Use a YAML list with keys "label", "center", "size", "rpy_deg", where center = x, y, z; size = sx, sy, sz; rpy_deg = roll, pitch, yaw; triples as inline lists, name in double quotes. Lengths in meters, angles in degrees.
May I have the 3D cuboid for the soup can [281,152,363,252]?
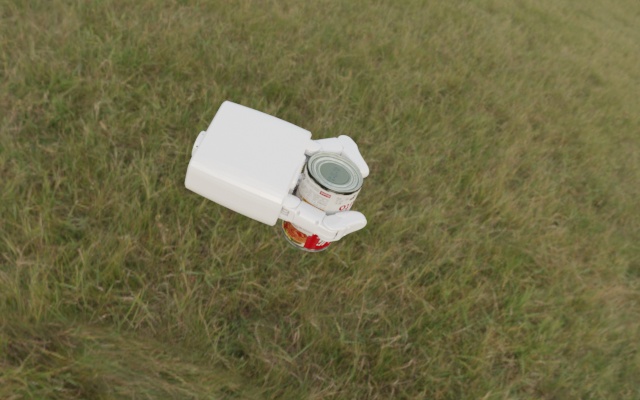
- label: "soup can"
  center: [0.001, 0.002, 0.555]
  size: [0.068, 0.068, 0.102]
  rpy_deg: [0, -43, -27]
